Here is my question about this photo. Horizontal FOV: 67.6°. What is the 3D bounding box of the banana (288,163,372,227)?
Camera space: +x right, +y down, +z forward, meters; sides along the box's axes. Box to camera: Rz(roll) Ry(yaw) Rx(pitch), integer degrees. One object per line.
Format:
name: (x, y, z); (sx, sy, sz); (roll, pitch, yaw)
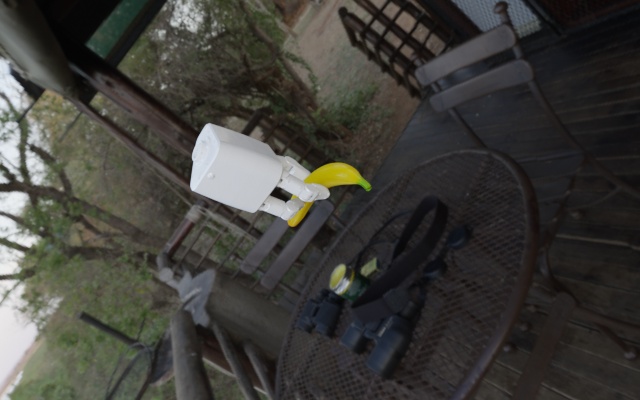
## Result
banana: (-0.002, -0.016, 0.803); (0.037, 0.069, 0.198); (-1, -19, -43)
